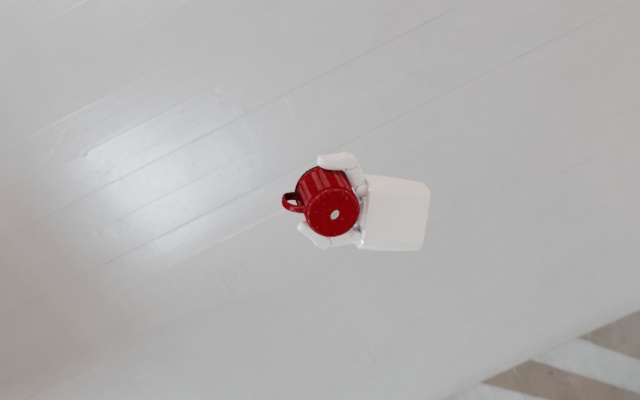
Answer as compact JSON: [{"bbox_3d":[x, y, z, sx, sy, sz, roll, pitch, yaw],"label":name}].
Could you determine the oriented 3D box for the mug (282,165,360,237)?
[{"bbox_3d":[-0.001,0.002,0.719,0.117,0.093,0.081,2,23,-13],"label":"mug"}]
